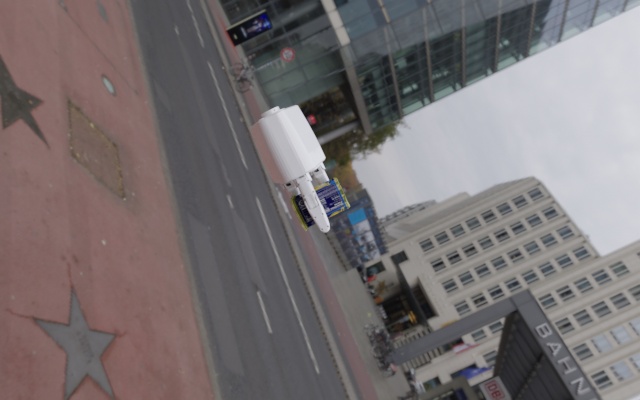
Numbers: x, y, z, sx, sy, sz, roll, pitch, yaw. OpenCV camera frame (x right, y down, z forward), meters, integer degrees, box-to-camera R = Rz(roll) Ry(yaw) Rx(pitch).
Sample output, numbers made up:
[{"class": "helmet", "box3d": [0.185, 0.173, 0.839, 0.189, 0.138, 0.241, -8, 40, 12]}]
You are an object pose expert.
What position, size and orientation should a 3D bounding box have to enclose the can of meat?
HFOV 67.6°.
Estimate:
[{"class": "can of meat", "box3d": [0.000, 0.003, 0.803, 0.084, 0.057, 0.102, -26, 6, 2]}]
